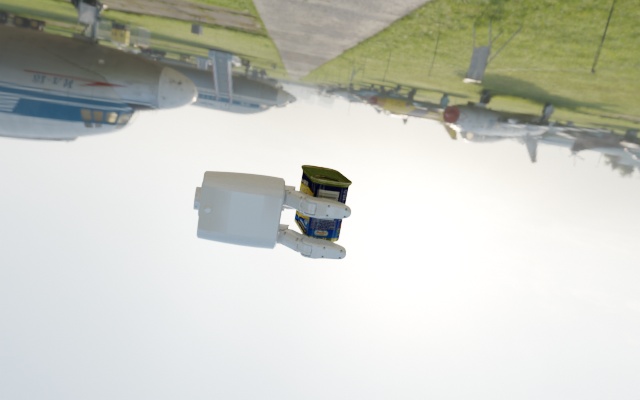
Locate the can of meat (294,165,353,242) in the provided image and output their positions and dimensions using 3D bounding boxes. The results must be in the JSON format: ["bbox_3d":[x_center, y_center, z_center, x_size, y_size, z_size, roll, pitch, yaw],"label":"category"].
[{"bbox_3d":[0.000,0.002,0.665,0.057,0.084,0.102,7,14,-16],"label":"can of meat"}]
